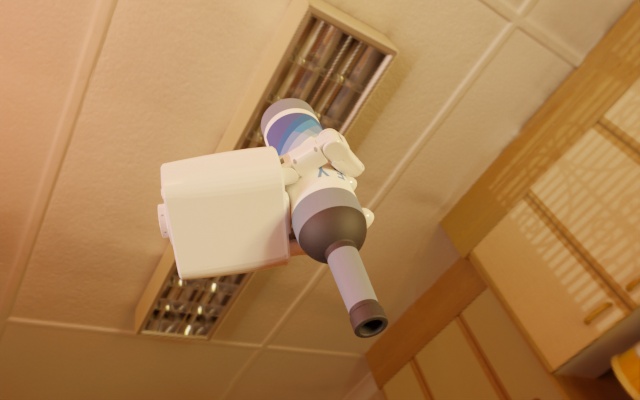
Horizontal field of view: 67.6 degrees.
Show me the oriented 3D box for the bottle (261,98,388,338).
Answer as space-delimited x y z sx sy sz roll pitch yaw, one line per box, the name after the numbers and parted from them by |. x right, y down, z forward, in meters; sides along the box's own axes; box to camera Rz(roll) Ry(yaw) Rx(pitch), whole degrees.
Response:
0.000 0.001 0.465 0.069 0.069 0.295 0 40 -20 | bottle
